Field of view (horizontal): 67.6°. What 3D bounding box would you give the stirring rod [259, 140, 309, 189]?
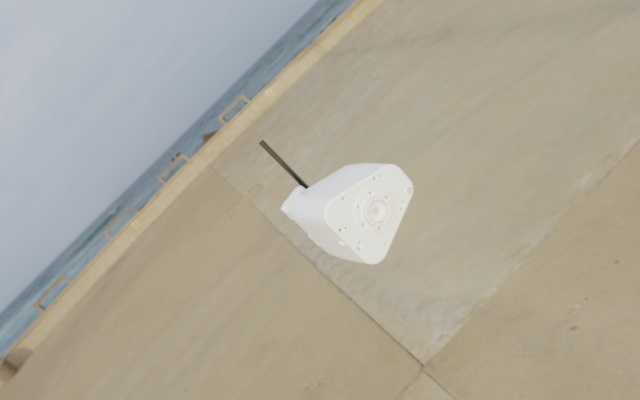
[{"bbox_3d":[0.000,0.002,0.683,0.239,0.011,0.011,45,-16,-17],"label":"stirring rod"}]
